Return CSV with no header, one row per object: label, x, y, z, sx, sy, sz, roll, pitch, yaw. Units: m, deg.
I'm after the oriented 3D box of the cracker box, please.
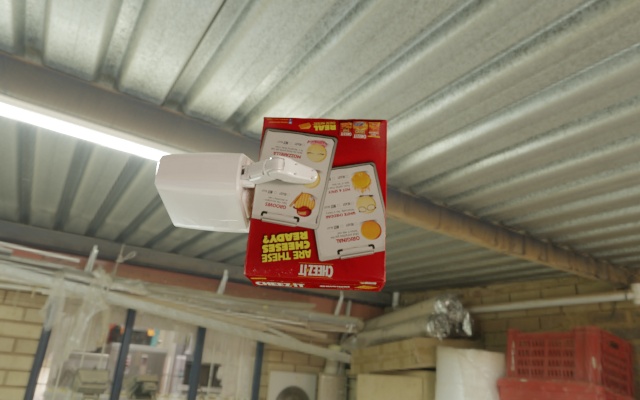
cracker box,0.000,0.002,0.607,0.164,0.213,0.072,2,-22,4
